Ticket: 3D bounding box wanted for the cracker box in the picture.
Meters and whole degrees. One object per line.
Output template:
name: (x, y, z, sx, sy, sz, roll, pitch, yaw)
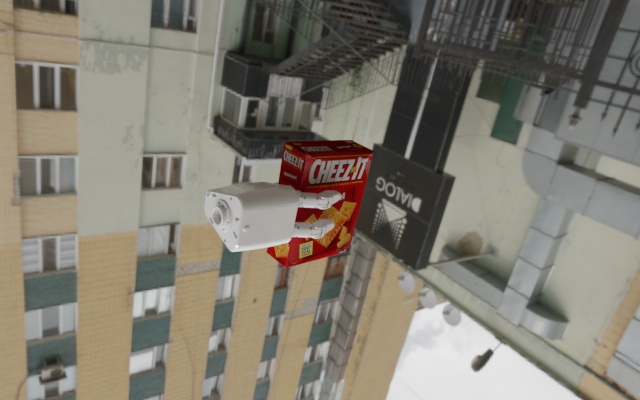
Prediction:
cracker box: (0.000, 0.003, 0.867, 0.164, 0.214, 0.072, -8, 29, -42)
